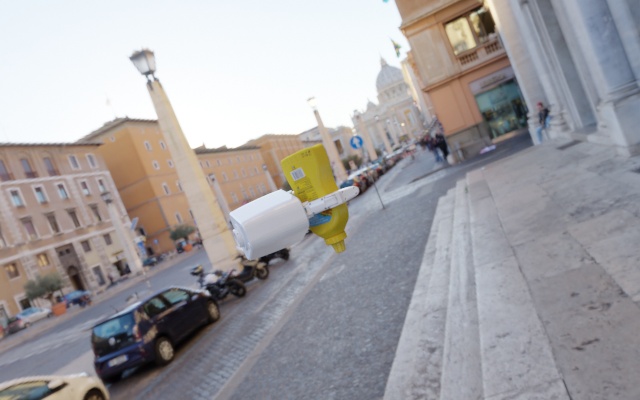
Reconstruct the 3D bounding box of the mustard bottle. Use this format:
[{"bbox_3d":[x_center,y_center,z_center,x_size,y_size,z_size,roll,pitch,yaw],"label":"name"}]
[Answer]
[{"bbox_3d":[0.000,0.002,0.844,0.058,0.191,0.096,-25,4,-43],"label":"mustard bottle"}]
